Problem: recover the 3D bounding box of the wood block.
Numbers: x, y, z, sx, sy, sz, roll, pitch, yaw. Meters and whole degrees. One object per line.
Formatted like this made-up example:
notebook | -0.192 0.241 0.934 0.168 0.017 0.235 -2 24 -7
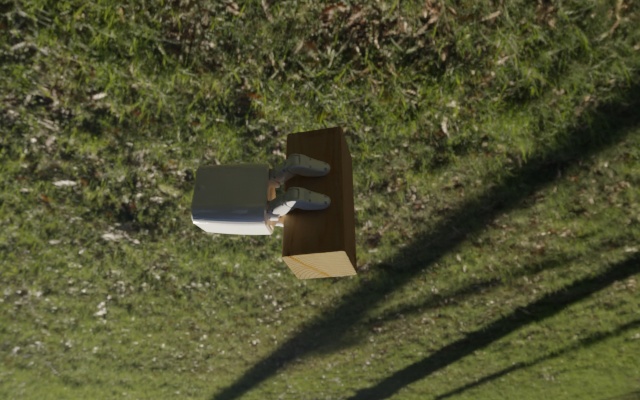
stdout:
wood block | 0.000 0.003 0.715 0.090 0.206 0.091 -7 -30 12
